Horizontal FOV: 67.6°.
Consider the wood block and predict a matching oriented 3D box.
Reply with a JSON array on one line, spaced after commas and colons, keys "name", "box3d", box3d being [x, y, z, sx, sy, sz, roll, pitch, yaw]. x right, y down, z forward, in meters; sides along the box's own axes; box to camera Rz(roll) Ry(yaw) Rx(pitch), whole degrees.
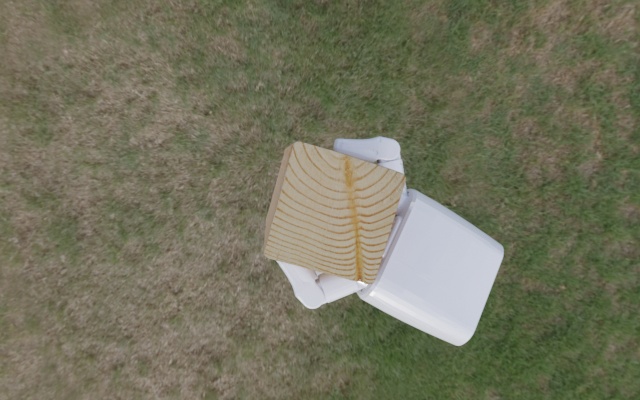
[{"name": "wood block", "box3d": [0.001, 0.001, 0.454, 0.090, 0.091, 0.206, 16, 3, -7]}]
